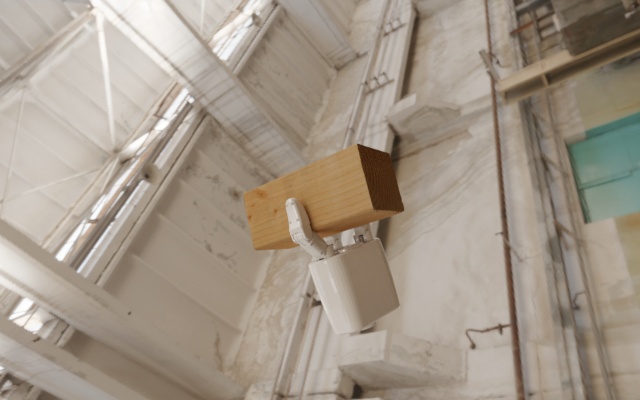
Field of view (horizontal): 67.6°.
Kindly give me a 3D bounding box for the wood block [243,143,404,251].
[{"bbox_3d":[0.000,0.003,0.680,0.206,0.090,0.091,-21,-15,32],"label":"wood block"}]
